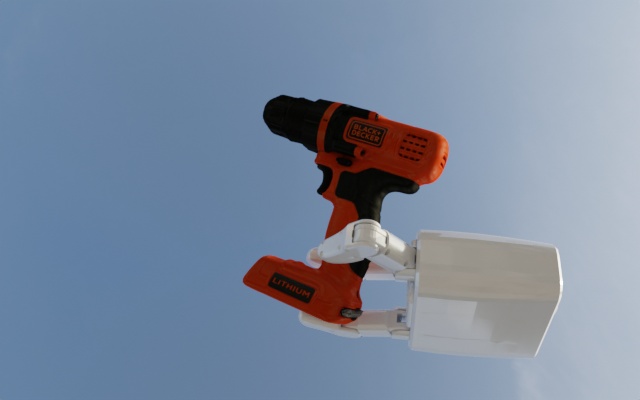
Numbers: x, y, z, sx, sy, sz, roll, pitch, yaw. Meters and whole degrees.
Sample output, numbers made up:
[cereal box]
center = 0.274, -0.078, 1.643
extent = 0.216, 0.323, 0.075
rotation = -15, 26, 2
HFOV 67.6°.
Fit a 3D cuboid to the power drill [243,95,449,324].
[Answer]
[power drill]
center = 0.000, 0.002, 0.432
extent = 0.184, 0.187, 0.057
rotation = 20, -3, 26
